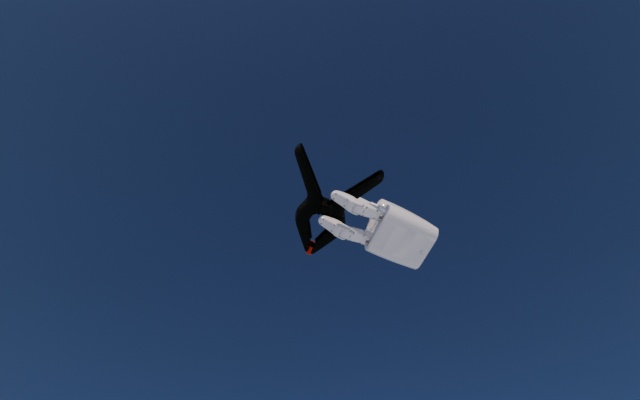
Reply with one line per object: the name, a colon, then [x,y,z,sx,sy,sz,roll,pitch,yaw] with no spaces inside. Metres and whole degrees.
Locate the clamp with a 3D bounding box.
clamp: [0.000,0.003,0.881,0.164,0.210,0.036,25,24,-3]
